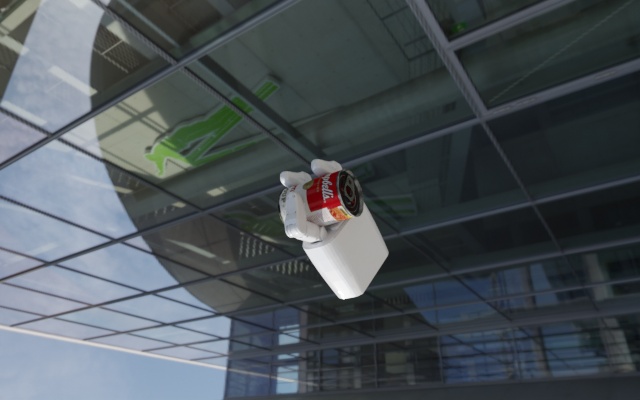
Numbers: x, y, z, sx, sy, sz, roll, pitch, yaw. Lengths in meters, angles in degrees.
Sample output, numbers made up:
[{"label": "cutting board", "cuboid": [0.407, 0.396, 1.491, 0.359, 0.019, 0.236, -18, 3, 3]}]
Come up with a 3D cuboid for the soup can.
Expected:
[{"label": "soup can", "cuboid": [0.000, 0.002, 0.667, 0.102, 0.068, 0.068, -17, -9, 30]}]
